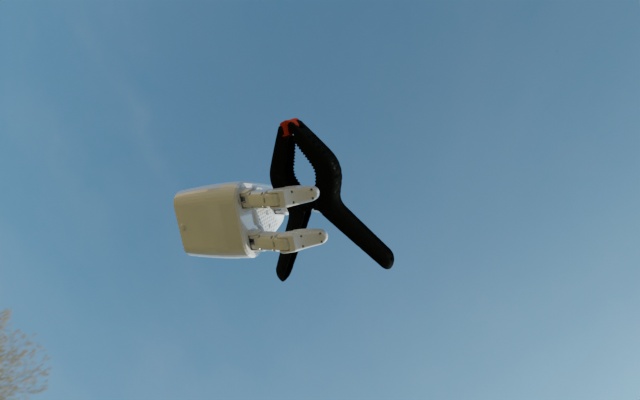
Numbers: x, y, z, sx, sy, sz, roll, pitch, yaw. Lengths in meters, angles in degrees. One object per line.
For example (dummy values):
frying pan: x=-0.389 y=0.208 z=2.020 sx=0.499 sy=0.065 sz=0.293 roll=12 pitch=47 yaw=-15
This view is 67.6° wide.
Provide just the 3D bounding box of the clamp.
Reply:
clamp: x=0.000 y=0.001 z=0.587 sx=0.164 sy=0.210 sz=0.036 roll=-4 pitch=14 yaw=25
